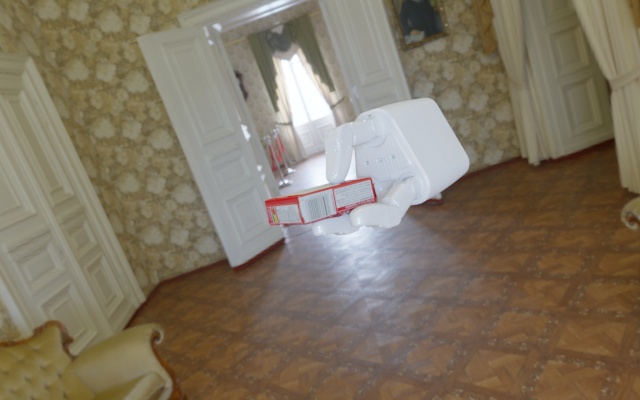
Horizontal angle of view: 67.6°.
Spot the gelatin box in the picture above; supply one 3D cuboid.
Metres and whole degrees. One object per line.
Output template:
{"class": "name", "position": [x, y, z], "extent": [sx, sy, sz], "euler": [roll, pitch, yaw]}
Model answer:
{"class": "gelatin box", "position": [0.000, 0.001, 0.478], "extent": [0.089, 0.030, 0.073], "euler": [-15, 6, -31]}
